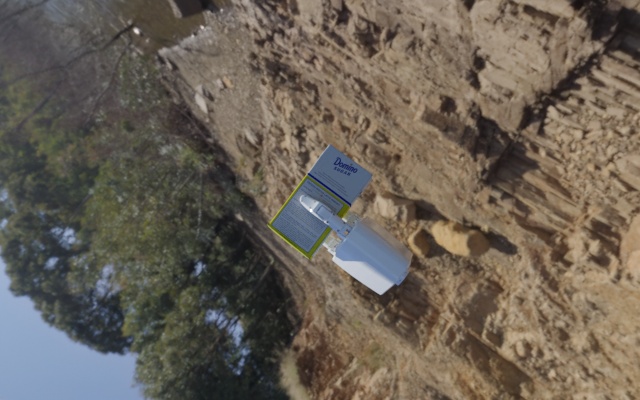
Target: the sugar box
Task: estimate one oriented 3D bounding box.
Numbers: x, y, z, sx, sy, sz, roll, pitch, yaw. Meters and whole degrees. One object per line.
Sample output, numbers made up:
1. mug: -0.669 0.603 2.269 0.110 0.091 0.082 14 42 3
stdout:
1. sugar box: 0.000 0.003 0.810 0.093 0.176 0.048 37 -6 9
